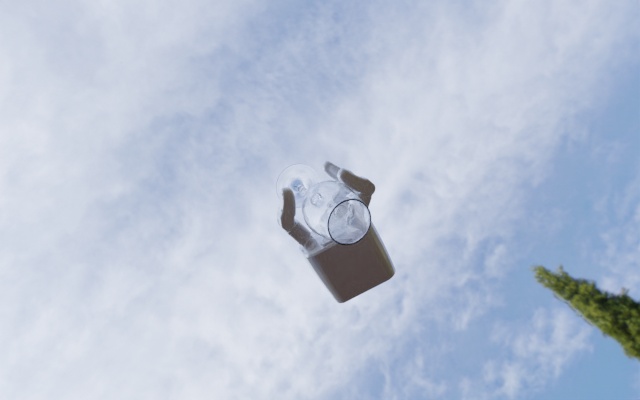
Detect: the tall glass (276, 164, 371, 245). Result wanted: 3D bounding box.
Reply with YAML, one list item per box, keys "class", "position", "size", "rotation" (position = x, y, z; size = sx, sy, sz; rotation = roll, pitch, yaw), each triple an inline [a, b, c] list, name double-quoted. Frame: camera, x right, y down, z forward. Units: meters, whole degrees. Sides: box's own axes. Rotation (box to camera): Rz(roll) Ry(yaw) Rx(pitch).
- class: "tall glass"
  position: [0.000, 0.002, 0.689]
  size: [0.079, 0.079, 0.201]
  rotation: [0, 15, -22]
